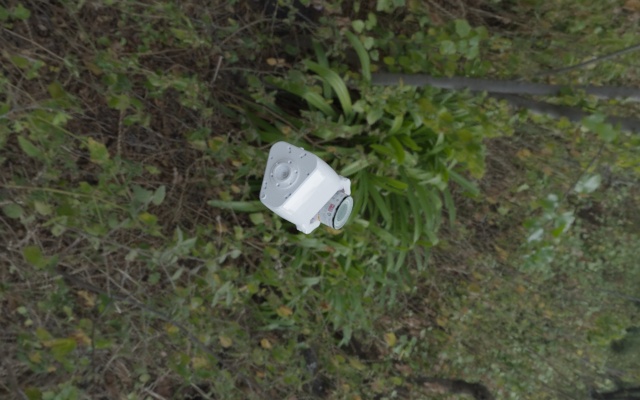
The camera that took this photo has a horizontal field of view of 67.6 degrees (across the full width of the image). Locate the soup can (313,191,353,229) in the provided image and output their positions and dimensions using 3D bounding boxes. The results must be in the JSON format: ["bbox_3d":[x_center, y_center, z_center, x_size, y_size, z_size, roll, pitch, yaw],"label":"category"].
[{"bbox_3d":[0.000,0.003,0.884,0.102,0.068,0.068,25,11,24],"label":"soup can"}]
